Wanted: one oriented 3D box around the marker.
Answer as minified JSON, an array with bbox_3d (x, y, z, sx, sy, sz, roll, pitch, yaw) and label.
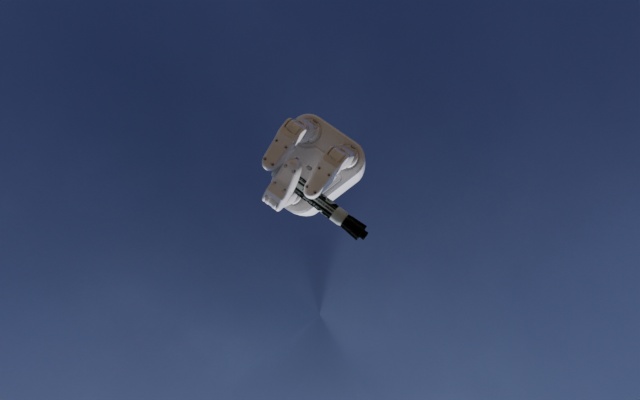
[{"bbox_3d":[0.000,0.002,0.509,0.121,0.020,0.020,37,6,8],"label":"marker"}]
